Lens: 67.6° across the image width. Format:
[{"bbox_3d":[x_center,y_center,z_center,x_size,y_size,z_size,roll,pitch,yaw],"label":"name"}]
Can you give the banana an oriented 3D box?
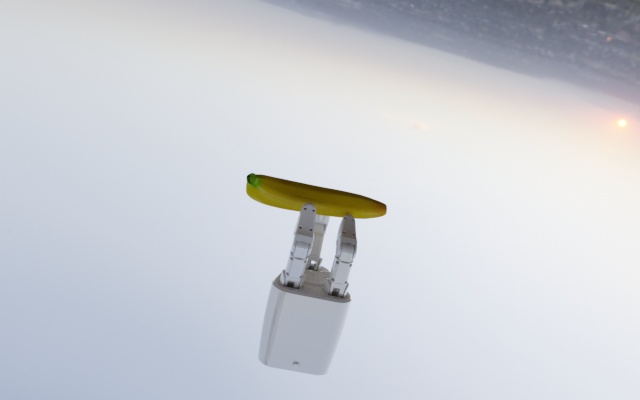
[{"bbox_3d":[-0.012,-0.001,0.584,0.198,0.037,0.069,10,3,-31],"label":"banana"}]
